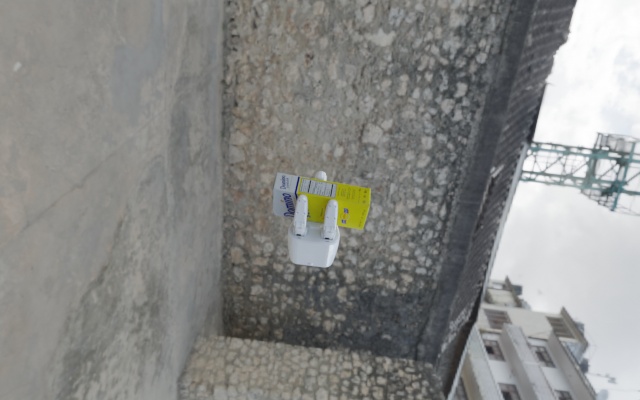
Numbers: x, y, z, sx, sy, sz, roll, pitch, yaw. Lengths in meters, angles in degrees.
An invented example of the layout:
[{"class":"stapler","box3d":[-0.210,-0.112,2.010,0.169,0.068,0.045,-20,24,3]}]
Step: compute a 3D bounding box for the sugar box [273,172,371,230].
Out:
[{"class":"sugar box","box3d":[0.000,0.003,0.889,0.176,0.048,0.093,7,-33,0]}]
